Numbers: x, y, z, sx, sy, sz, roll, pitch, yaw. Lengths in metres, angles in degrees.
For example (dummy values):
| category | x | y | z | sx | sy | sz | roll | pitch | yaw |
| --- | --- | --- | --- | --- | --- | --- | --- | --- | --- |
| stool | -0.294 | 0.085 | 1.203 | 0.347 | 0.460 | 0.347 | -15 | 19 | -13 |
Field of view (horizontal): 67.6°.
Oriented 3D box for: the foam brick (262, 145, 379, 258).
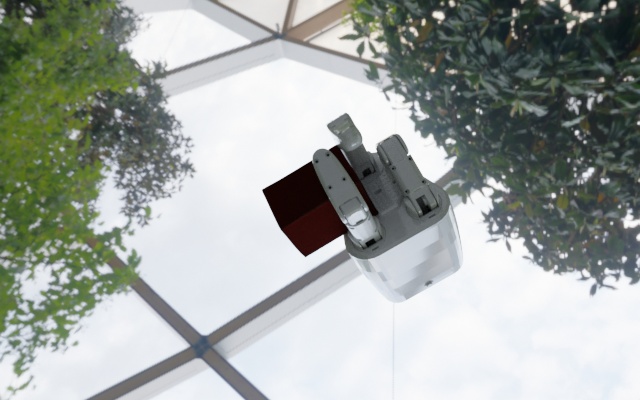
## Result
| category | x | y | z | sx | sy | sz | roll | pitch | yaw |
| --- | --- | --- | --- | --- | --- | --- | --- | --- | --- |
| foam brick | 0.000 | 0.001 | 0.412 | 0.078 | 0.053 | 0.051 | -30 | -42 | 3 |
